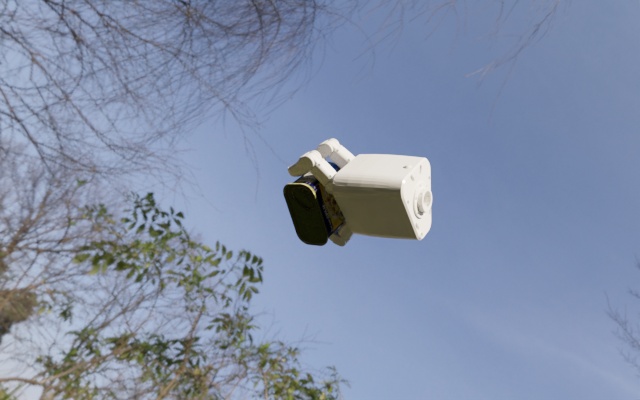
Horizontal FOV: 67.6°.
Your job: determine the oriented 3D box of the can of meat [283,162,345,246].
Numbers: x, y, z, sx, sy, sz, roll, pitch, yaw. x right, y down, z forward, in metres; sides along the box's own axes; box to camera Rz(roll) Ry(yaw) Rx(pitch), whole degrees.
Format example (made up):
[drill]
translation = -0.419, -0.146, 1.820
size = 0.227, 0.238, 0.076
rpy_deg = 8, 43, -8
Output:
[can of meat]
translation = 0.000, 0.002, 0.714
size = 0.057, 0.102, 0.084
rpy_deg = 1, 29, 37
